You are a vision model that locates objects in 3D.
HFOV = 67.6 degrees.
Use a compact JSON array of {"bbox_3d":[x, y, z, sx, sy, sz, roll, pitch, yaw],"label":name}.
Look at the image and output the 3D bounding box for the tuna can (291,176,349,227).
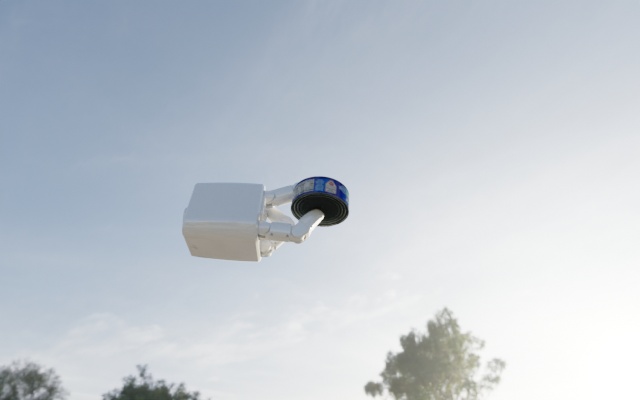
[{"bbox_3d":[0.000,0.002,0.706,0.086,0.033,0.086,3,-36,3],"label":"tuna can"}]
